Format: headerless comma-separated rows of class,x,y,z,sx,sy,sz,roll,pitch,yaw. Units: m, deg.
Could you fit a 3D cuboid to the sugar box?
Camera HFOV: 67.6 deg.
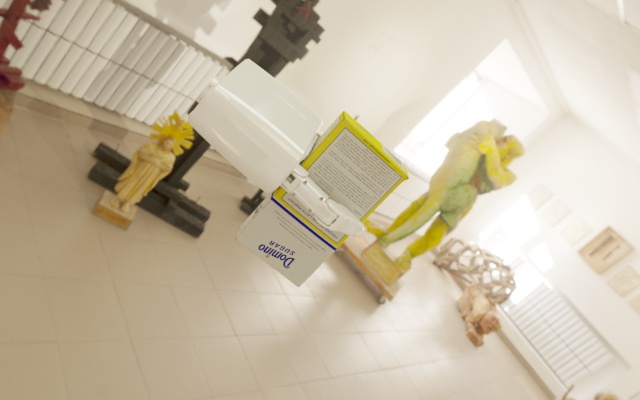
sugar box,0.000,0.001,0.514,0.093,0.176,0.048,40,19,-13
